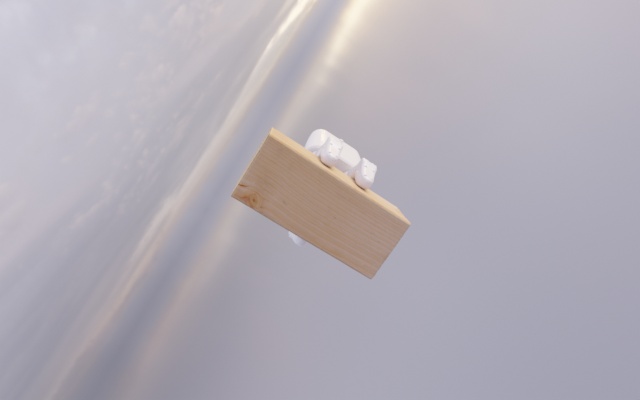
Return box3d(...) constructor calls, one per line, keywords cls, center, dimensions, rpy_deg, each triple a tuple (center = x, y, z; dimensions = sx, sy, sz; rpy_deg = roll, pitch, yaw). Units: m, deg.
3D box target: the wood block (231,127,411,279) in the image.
box3d(cls="wood block", center=(0.000, 0.002, 0.619), dimensions=(0.206, 0.091, 0.090), rpy_deg=(32, 10, -11))
